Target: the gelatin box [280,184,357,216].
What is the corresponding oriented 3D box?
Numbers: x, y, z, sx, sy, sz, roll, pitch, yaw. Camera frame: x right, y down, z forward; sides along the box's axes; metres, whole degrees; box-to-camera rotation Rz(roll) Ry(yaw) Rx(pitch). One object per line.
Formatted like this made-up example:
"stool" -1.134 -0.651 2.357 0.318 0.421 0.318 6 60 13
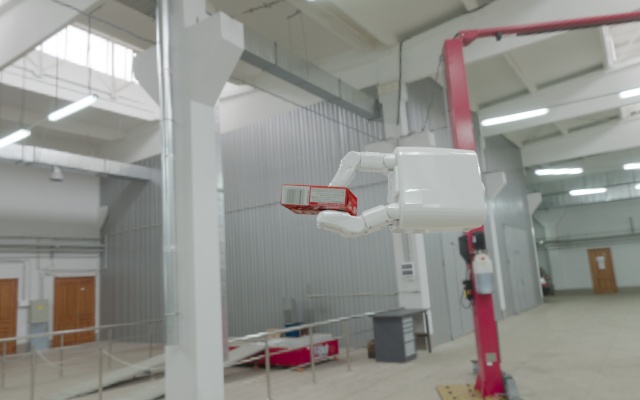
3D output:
"gelatin box" 0.000 0.002 0.629 0.089 0.030 0.073 3 -10 13
